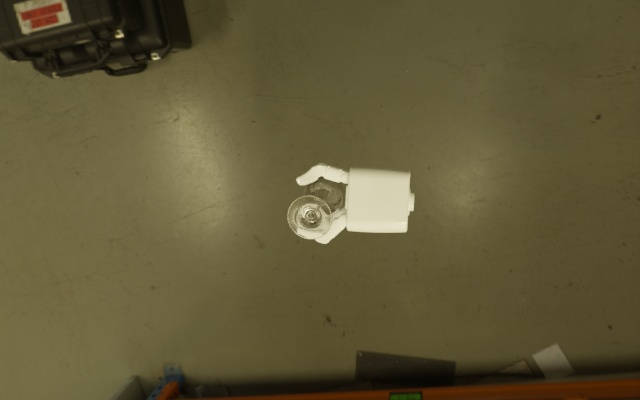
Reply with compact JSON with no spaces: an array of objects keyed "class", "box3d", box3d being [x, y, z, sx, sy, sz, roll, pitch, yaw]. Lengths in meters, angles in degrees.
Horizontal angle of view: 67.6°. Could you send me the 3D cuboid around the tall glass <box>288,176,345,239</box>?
[{"class":"tall glass","box3d":[0.000,0.003,0.866,0.079,0.079,0.201,0,15,10]}]
